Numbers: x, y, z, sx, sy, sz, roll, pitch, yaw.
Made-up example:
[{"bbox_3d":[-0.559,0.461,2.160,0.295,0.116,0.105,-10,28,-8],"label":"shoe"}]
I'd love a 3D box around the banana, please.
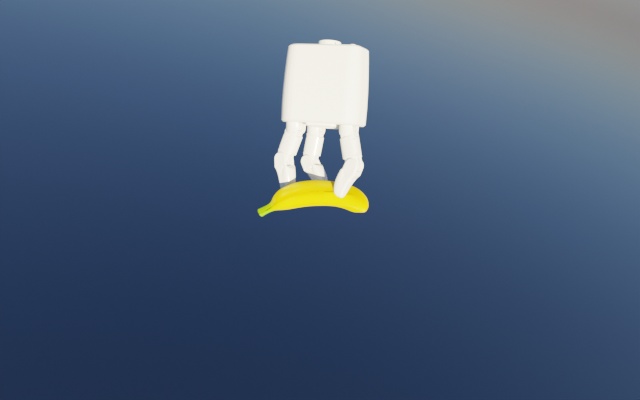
[{"bbox_3d":[0.007,-0.004,0.707,0.198,0.037,0.070,1,-21,-35],"label":"banana"}]
